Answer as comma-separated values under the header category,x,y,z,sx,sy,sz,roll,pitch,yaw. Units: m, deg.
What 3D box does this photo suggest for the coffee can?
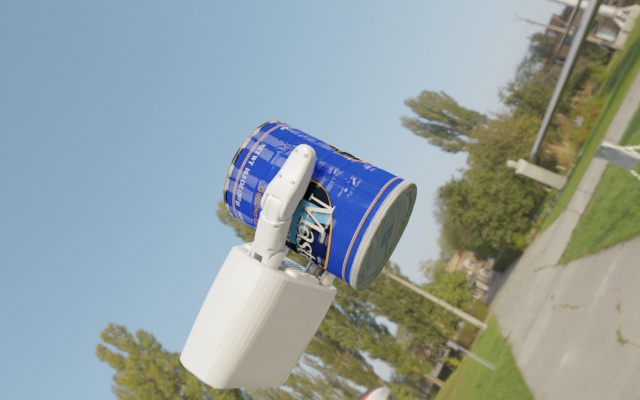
category,x,y,z,sx,sy,sz,roll,pitch,yaw
coffee can,0.000,0.001,0.428,0.140,0.103,0.103,28,11,21
